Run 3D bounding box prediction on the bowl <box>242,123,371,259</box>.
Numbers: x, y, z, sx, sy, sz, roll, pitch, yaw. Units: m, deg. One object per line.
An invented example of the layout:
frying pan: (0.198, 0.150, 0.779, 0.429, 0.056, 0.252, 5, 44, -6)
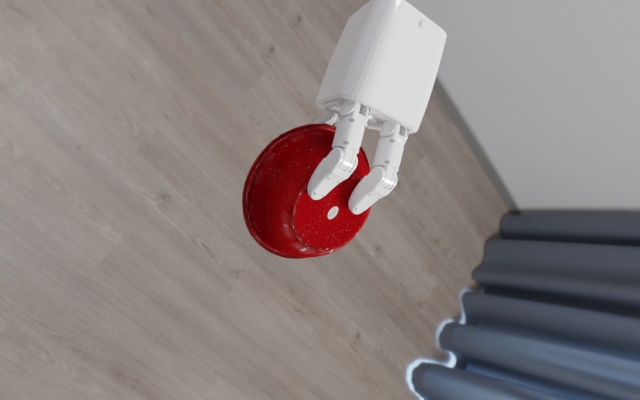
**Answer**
bowl: (0.000, 0.003, 0.518, 0.162, 0.162, 0.055, 0, 21, -30)
